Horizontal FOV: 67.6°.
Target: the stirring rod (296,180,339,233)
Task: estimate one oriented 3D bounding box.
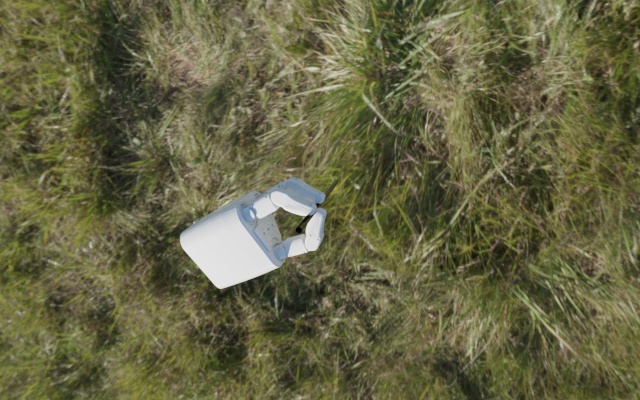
[{"bbox_3d":[0.000,0.002,0.687,0.011,0.011,0.239,0,16,13],"label":"stirring rod"}]
